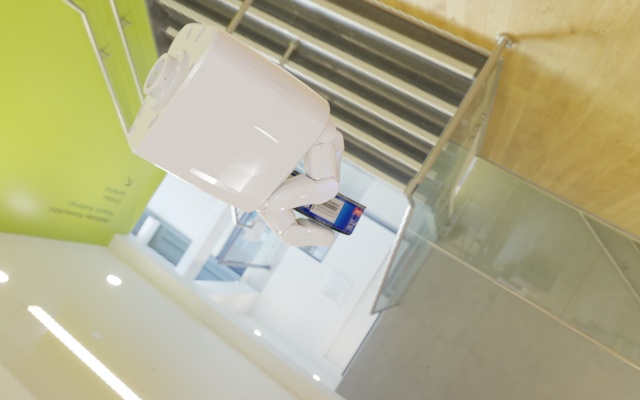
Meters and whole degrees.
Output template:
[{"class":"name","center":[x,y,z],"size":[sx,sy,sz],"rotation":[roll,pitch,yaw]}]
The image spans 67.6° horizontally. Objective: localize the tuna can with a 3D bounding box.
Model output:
[{"class":"tuna can","center":[0.000,0.002,0.472],"size":[0.086,0.034,0.086],"rotation":[27,2,-1]}]
